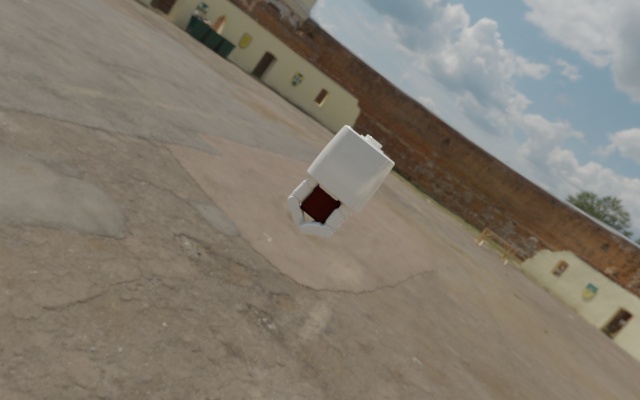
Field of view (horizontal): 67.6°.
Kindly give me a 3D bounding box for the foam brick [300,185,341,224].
[{"bbox_3d":[0.000,0.003,0.855,0.053,0.051,0.078,40,8,-8],"label":"foam brick"}]
